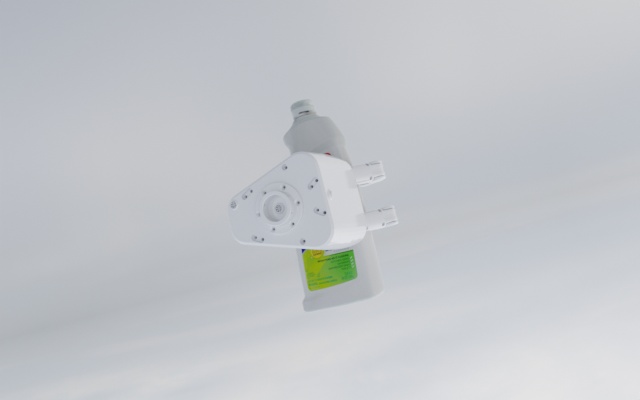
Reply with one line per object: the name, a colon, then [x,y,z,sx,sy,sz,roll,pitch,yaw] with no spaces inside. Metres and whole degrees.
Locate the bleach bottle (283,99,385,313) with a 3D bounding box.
bleach bottle: [0.000,0.002,0.586,0.102,0.251,0.068,-17,-7,20]
